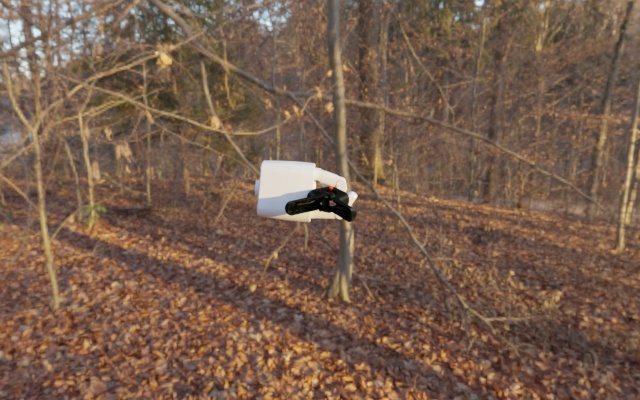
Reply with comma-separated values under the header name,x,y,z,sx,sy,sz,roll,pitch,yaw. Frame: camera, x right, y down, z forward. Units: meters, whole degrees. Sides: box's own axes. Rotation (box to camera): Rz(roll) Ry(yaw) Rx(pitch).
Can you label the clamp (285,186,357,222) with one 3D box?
name,x,y,z,sx,sy,sz,roll,pitch,yaw
clamp,0.000,0.002,0.862,0.120,0.039,0.171,10,11,-2
